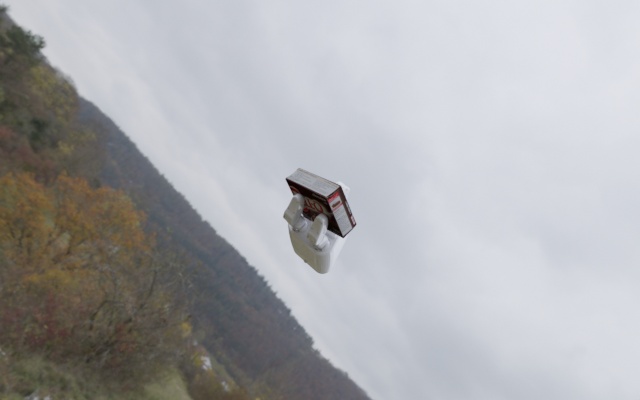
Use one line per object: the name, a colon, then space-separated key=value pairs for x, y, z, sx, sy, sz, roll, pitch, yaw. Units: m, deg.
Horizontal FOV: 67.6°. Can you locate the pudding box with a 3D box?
pudding box: x=0.000 y=0.003 z=0.789 sx=0.039 sy=0.090 sz=0.113 roll=-43 pitch=40 yaw=-22
